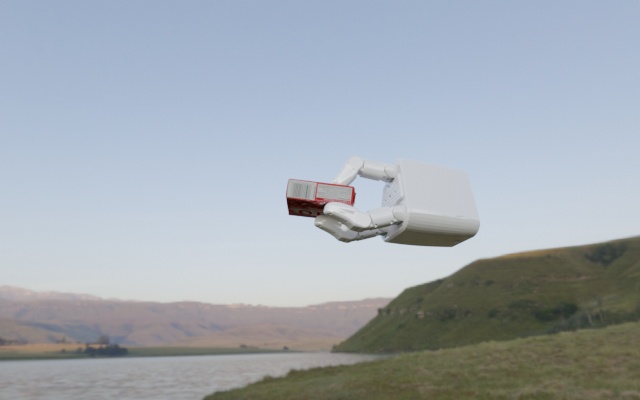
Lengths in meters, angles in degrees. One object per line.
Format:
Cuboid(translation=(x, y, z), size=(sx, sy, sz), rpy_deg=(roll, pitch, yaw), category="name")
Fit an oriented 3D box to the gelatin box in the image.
Cuboid(translation=(0.000, 0.002, 0.640), size=(0.089, 0.030, 0.073), rpy_deg=(7, -19, 2), category="gelatin box")
